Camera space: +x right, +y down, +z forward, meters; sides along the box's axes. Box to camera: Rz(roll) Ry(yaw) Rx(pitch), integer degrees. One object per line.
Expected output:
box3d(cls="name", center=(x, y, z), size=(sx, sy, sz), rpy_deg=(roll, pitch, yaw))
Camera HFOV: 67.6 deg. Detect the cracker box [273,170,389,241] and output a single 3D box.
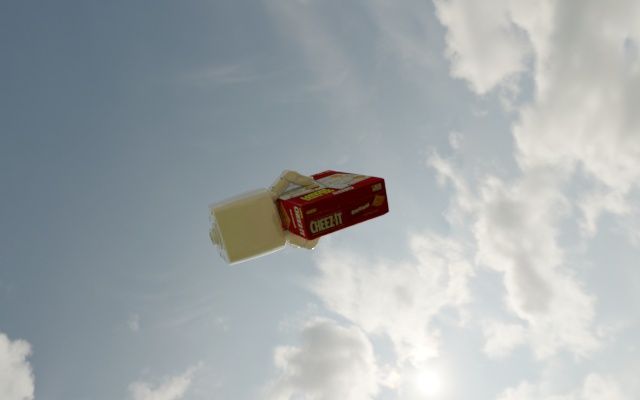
box3d(cls="cracker box", center=(0.000, 0.003, 0.888), size=(0.164, 0.072, 0.213), rpy_deg=(-19, 15, -22))
